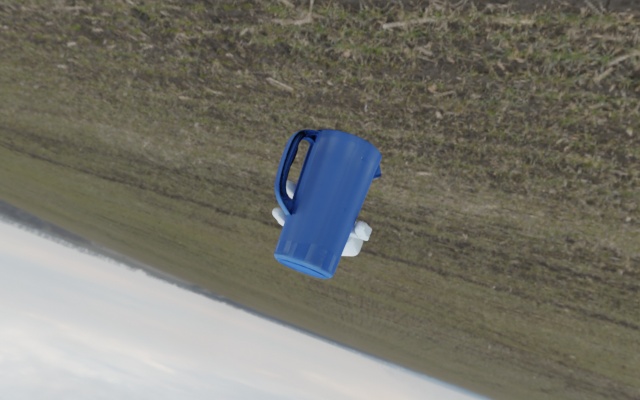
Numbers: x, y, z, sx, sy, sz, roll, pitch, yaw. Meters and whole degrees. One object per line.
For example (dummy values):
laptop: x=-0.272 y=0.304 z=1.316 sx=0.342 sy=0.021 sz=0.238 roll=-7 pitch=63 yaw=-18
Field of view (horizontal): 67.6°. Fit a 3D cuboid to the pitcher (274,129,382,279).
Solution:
pitcher: x=0.000 y=0.003 z=0.835 sx=0.149 sy=0.242 sz=0.145 roll=15 pitch=-15 yaw=19
